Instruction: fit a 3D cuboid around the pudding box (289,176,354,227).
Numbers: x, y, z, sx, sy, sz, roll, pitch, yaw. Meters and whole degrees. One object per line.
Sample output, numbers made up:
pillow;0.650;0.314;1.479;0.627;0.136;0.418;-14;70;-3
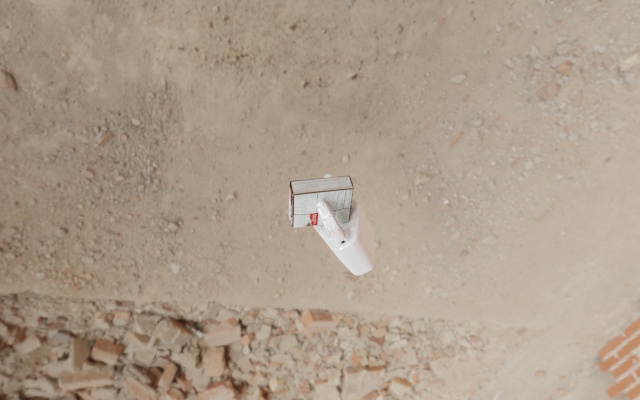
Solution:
pudding box;0.000;0.003;0.864;0.113;0.090;0.039;-7;45;-11
